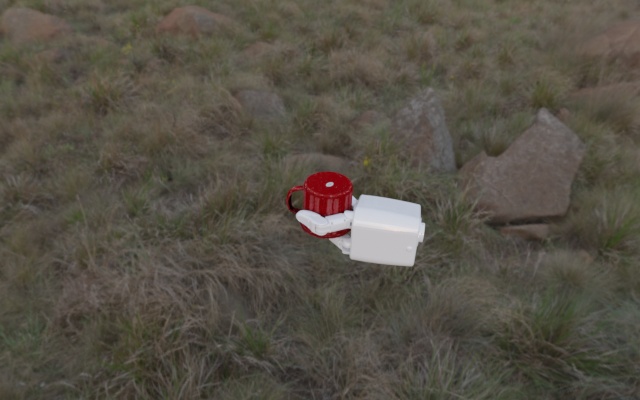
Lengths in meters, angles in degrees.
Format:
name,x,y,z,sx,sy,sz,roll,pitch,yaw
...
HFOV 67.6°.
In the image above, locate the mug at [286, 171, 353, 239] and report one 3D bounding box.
name,x,y,z,sx,sy,sz,roll,pitch,yaw
mug,-0.001,0.002,0.806,0.117,0.082,0.093,8,34,8
